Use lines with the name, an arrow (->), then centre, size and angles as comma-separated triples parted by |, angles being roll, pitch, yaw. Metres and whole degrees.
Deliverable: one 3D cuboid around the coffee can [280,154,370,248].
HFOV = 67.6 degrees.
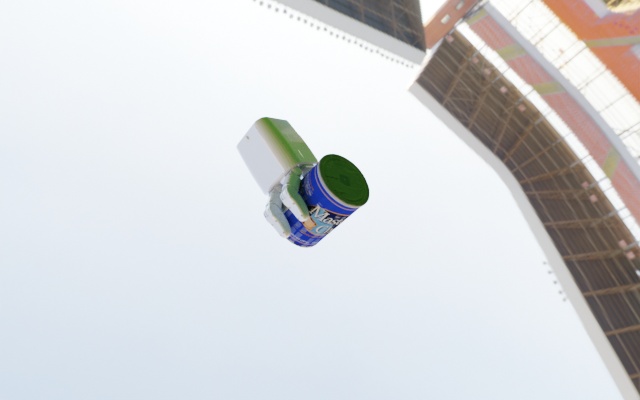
coffee can -> 0.000, 0.003, 0.810 | 0.103, 0.102, 0.140 | 0, -32, -43
